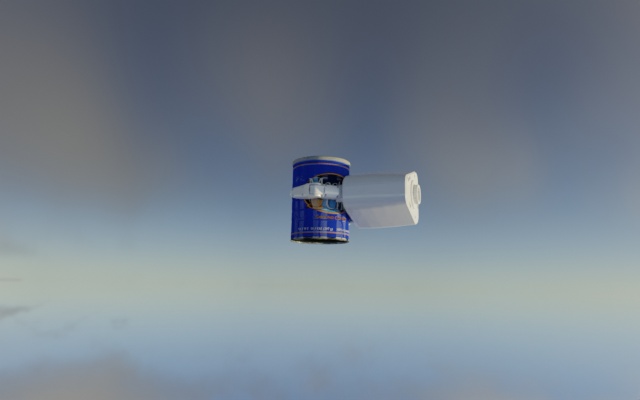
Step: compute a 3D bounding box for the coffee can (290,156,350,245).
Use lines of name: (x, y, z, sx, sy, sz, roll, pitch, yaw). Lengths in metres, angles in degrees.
coffee can: (0.000, 0.003, 0.837, 0.103, 0.140, 0.103, 1, -10, 0)
